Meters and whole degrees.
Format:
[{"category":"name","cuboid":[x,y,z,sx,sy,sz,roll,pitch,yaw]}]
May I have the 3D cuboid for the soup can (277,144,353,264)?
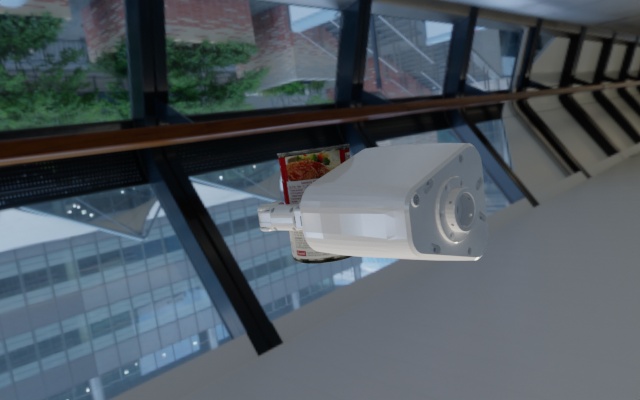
[{"category":"soup can","cuboid":[0.000,0.002,0.450,0.068,0.102,0.068,-8,7,1]}]
